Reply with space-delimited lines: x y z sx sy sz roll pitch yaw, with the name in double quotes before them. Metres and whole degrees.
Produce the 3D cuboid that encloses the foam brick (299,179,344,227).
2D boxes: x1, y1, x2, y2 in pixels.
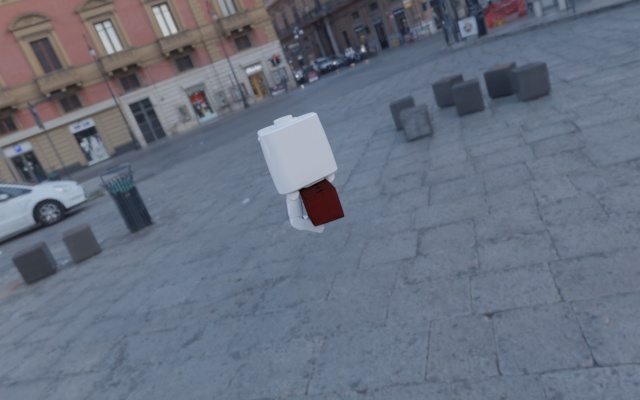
"foam brick" 0.000 0.003 0.788 0.053 0.051 0.078 -20 17 -7
